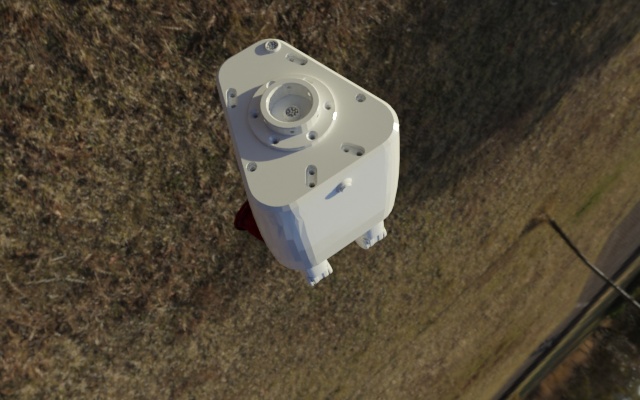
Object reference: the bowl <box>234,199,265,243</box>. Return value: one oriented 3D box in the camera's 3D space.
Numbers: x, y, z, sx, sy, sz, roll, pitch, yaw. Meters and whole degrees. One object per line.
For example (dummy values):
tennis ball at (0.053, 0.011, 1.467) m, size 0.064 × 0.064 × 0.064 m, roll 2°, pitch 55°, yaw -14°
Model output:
bowl at (0.001, 0.002, 0.458) m, size 0.162 × 0.055 × 0.162 m, roll -34°, pitch -10°, yaw -7°
